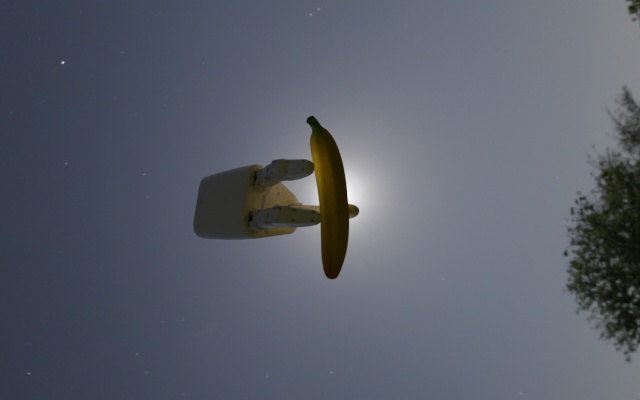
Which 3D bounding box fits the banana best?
[{"bbox_3d":[0.009,-0.004,0.596,0.037,0.198,0.069,-5,7,31],"label":"banana"}]
